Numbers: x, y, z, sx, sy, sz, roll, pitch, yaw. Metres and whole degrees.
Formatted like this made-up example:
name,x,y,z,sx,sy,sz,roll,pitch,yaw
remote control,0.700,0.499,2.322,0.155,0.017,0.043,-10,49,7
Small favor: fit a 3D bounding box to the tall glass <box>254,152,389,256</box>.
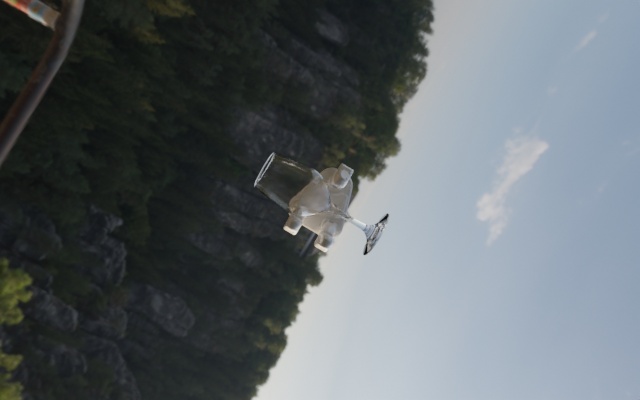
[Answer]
name,x,y,z,sx,sy,sz,roll,pitch,yaw
tall glass,0.001,0.003,0.729,0.201,0.079,0.079,30,-2,-3
